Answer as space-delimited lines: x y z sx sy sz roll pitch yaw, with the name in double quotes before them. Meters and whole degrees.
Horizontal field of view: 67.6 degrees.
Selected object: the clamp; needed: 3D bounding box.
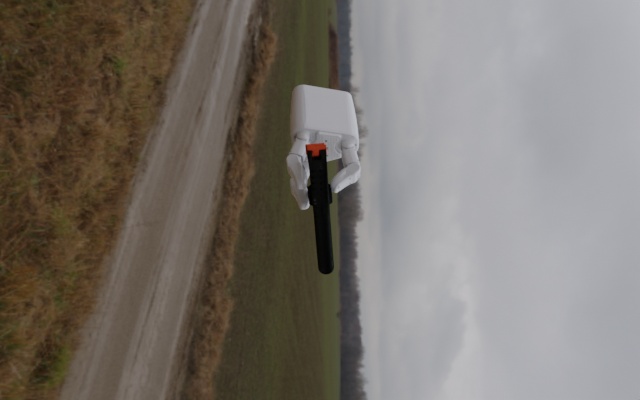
"clamp" 0.001 0.002 0.722 0.036 0.164 0.210 -6 -35 -1
